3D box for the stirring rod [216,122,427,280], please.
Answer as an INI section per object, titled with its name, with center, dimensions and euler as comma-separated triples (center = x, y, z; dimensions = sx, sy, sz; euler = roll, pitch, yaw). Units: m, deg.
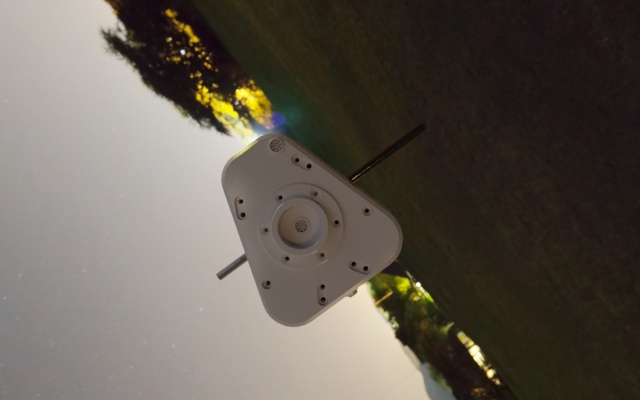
[stirring rod]
center = 0.000, 0.001, 0.451
dimensions = 0.239, 0.011, 0.011
euler = -36, -1, 2
